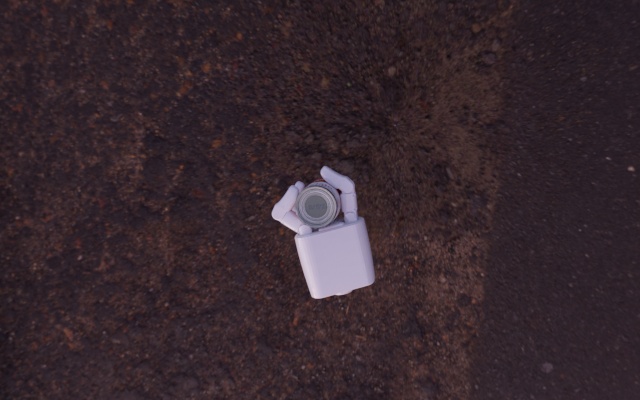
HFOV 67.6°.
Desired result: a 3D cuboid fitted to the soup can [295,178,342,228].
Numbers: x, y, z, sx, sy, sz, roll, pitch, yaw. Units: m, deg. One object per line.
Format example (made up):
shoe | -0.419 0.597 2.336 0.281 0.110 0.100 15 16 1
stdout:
soup can | 0.000 0.002 0.772 0.068 0.068 0.102 0 9 9
